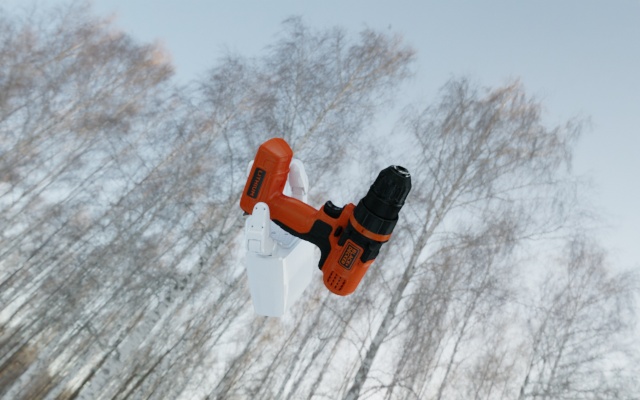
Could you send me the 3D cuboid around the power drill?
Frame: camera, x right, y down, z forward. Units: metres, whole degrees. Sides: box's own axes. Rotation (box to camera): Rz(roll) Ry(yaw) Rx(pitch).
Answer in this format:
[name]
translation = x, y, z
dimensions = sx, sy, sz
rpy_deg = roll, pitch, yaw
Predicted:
[power drill]
translation = 0.000, 0.002, 0.578
dimensions = 0.187, 0.184, 0.057
rpy_deg = 35, 29, 17
